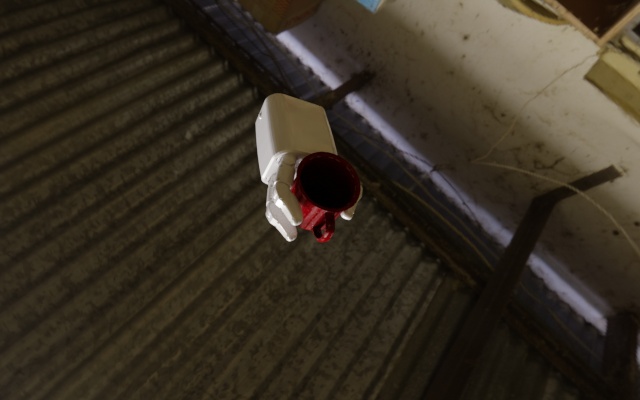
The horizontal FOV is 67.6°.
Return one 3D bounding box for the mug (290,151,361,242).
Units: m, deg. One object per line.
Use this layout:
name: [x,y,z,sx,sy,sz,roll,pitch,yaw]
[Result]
mug: [0.000,0.004,0.669,0.093,0.117,0.081,0,-27,-22]
